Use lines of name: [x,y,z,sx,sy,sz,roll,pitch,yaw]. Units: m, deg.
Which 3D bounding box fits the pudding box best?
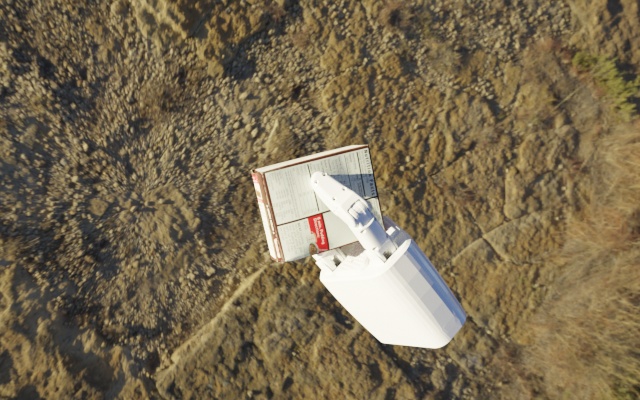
pudding box: [0.000,0.002,0.454,0.113,0.090,0.039,-16,9,-22]
